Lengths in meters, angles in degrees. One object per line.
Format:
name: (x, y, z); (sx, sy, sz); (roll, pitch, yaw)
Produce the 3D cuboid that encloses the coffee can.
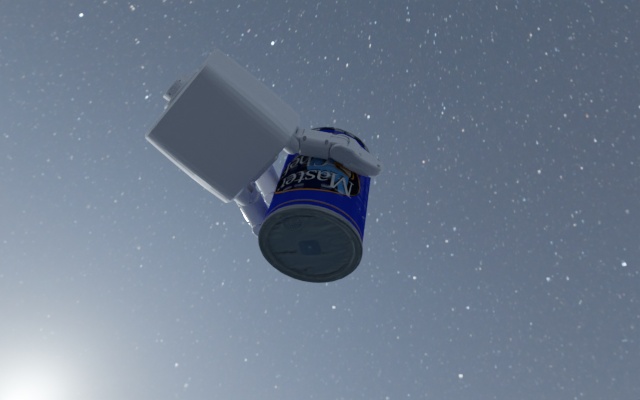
coffee can: (0.000, 0.002, 0.512); (0.103, 0.103, 0.140); (0, 40, 12)
